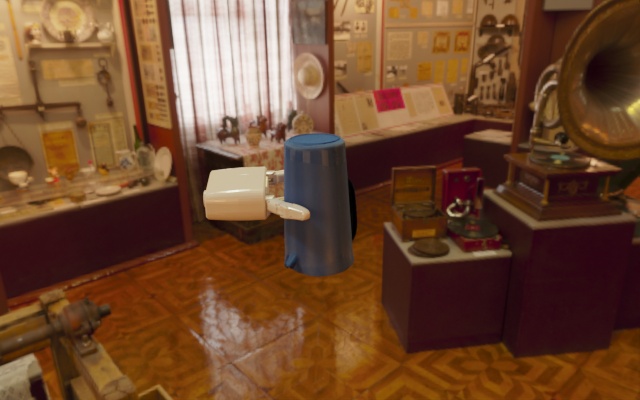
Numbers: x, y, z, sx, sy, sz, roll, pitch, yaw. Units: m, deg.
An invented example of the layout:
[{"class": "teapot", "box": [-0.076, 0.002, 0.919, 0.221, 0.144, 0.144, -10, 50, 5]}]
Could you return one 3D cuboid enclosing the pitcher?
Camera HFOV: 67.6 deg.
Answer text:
[{"class": "pitcher", "box": [0.000, 0.003, 0.878, 0.145, 0.243, 0.149, -2, 19, 0]}]
